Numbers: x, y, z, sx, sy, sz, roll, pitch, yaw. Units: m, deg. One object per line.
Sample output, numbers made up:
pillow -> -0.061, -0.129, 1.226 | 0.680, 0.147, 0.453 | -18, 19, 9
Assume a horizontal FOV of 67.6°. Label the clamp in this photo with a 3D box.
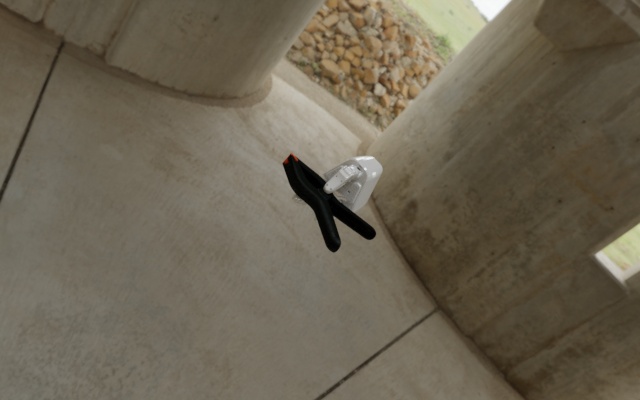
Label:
clamp -> 0.000, 0.002, 0.828 | 0.036, 0.210, 0.164 | -46, -10, 22
